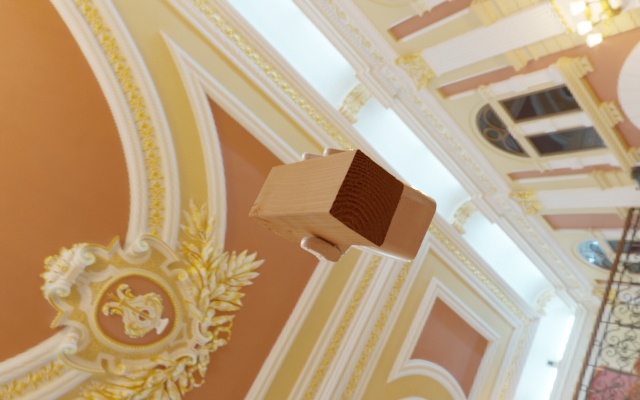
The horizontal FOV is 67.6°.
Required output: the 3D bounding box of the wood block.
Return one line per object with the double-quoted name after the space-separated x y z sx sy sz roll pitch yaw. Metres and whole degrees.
0.000 0.003 0.651 0.090 0.090 0.206 34 -21 -28 "wood block"
